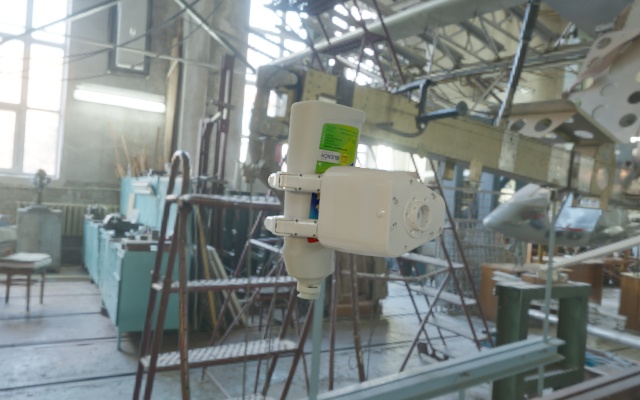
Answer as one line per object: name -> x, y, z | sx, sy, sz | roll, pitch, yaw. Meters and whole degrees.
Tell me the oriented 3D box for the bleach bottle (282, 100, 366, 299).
bleach bottle -> 0.000, 0.002, 0.631 | 0.102, 0.251, 0.068 | 3, 2, -42
